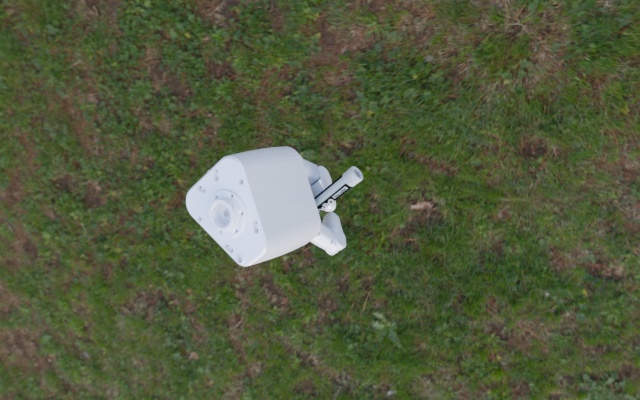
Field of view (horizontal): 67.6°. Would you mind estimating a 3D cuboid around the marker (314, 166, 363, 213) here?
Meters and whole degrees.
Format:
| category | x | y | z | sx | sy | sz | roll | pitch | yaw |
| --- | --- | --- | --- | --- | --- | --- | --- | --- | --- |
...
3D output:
| category | x | y | z | sx | sy | sz | roll | pitch | yaw |
| --- | --- | --- | --- | --- | --- | --- | --- | --- | --- |
| marker | 0.000 | 0.002 | 0.561 | 0.121 | 0.020 | 0.020 | -38 | -21 | 29 |
